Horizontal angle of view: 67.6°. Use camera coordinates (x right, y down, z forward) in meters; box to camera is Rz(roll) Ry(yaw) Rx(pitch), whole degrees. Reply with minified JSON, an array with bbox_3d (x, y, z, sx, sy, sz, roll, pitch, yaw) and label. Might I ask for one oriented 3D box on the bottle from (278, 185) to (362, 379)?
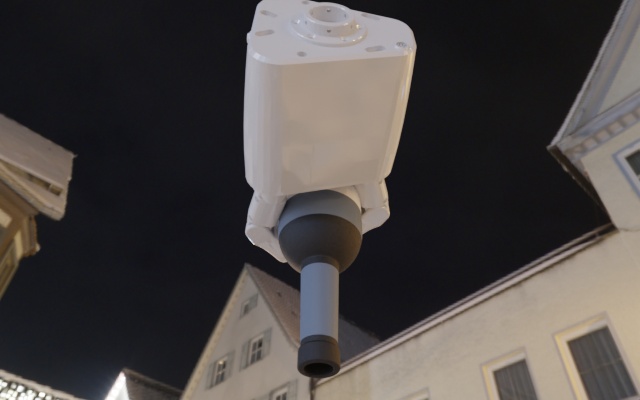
[{"bbox_3d":[0.000,0.001,0.402,0.069,0.295,0.069,0,-45,0],"label":"bottle"}]
